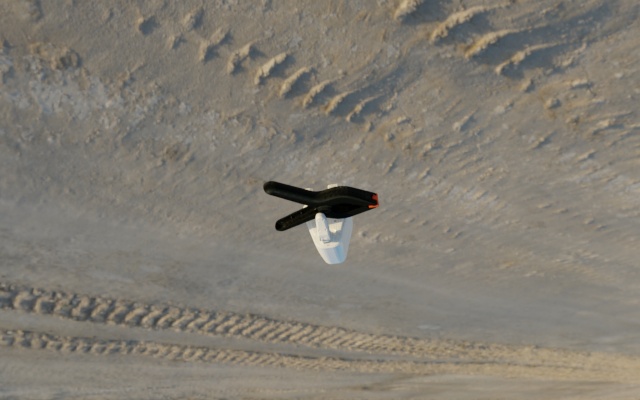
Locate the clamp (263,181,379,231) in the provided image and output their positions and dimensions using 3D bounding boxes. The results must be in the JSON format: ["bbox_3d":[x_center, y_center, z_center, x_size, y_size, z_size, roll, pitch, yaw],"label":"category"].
[{"bbox_3d":[0.001,0.004,0.875,0.210,0.036,0.165,-8,-29,7],"label":"clamp"}]
